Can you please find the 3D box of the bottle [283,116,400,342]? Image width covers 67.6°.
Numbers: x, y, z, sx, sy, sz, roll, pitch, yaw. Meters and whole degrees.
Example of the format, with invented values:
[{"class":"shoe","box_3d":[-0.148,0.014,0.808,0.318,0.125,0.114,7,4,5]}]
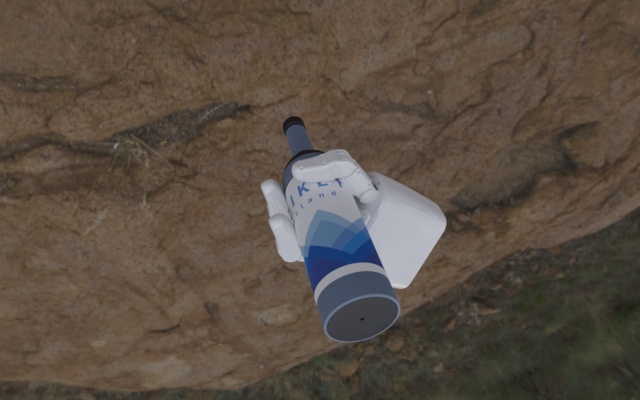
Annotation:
[{"class":"bottle","box_3d":[0.000,0.002,0.498,0.069,0.069,0.295,0,41,-18]}]
